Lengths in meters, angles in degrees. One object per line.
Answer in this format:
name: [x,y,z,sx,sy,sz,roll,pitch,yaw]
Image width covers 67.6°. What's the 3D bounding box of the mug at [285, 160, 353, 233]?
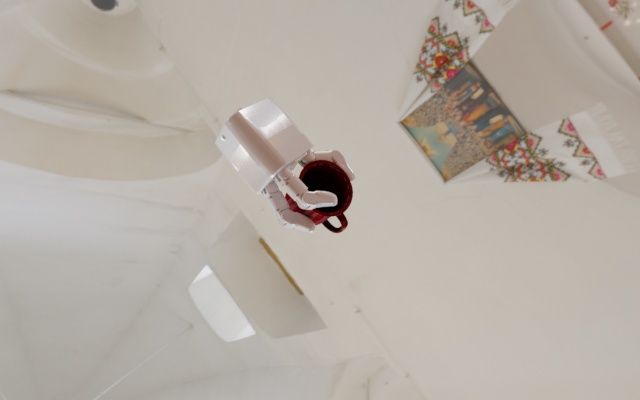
mug: [0.001,0.004,0.764,0.093,0.117,0.081,-39,0,-32]
